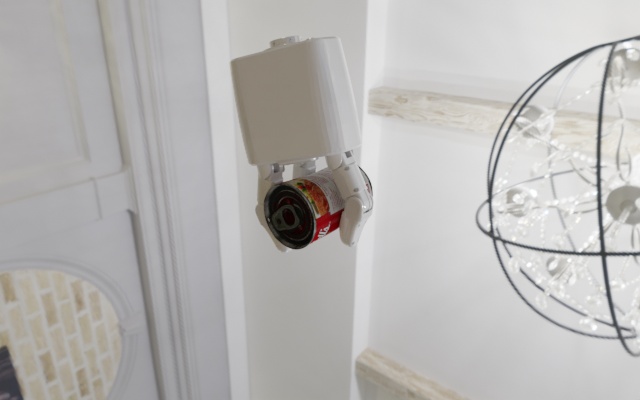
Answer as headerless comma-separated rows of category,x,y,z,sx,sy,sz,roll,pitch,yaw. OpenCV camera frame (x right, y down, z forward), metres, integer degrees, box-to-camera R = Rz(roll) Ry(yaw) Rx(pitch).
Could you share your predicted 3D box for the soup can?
soup can,0.000,0.002,0.501,0.068,0.068,0.102,0,17,41
